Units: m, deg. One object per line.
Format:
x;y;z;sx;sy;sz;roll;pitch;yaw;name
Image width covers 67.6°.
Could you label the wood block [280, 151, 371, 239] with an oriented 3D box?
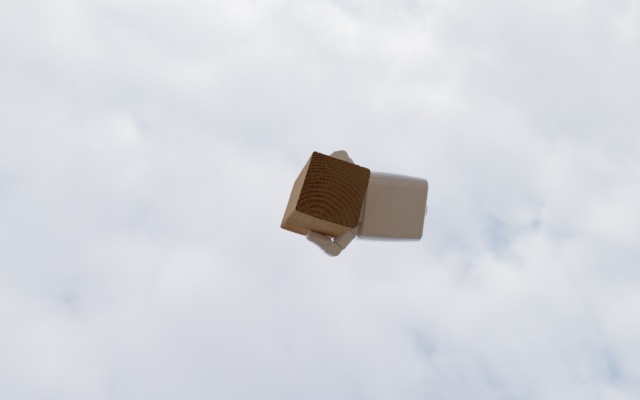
0.000;0.003;0.753;0.090;0.090;0.206;18;-13;-7;wood block
